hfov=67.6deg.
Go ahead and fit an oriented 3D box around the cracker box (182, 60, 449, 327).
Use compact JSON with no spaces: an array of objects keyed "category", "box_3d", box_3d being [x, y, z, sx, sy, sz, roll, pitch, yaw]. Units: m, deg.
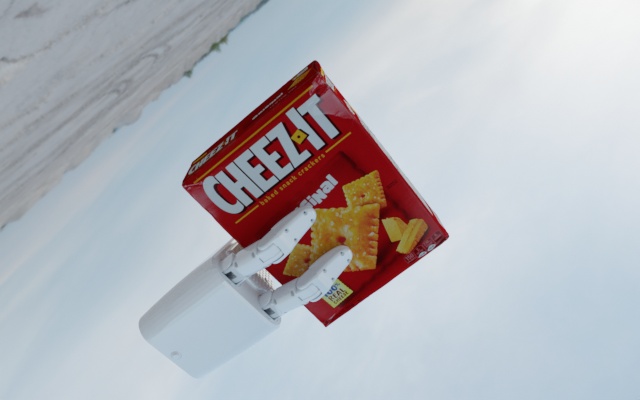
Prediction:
[{"category":"cracker box","box_3d":[0.000,0.002,0.474,0.164,0.214,0.072,-37,22,11]}]
